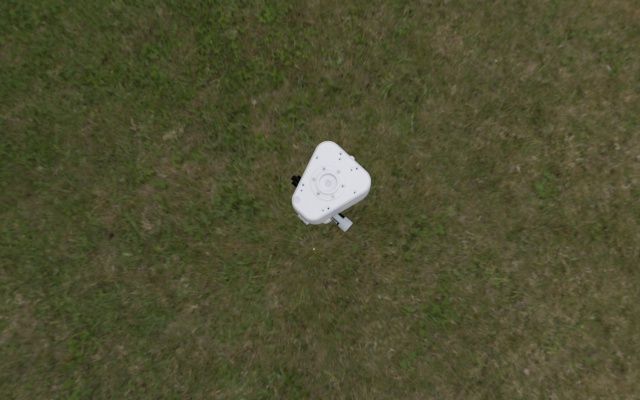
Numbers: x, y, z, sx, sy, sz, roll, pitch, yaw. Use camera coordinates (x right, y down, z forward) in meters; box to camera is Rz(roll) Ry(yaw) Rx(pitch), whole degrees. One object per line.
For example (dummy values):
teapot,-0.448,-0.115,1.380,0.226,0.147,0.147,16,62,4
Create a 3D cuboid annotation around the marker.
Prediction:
marker,0.000,0.002,0.760,0.121,0.020,0.020,42,3,3
